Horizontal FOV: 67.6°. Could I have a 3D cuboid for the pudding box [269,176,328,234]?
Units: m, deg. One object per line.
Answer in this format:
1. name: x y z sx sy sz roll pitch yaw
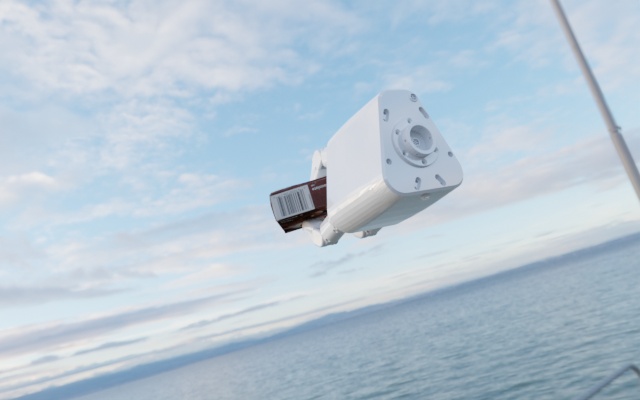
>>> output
1. pudding box: 0.000 0.002 0.581 0.113 0.039 0.090 -15 -14 -1
